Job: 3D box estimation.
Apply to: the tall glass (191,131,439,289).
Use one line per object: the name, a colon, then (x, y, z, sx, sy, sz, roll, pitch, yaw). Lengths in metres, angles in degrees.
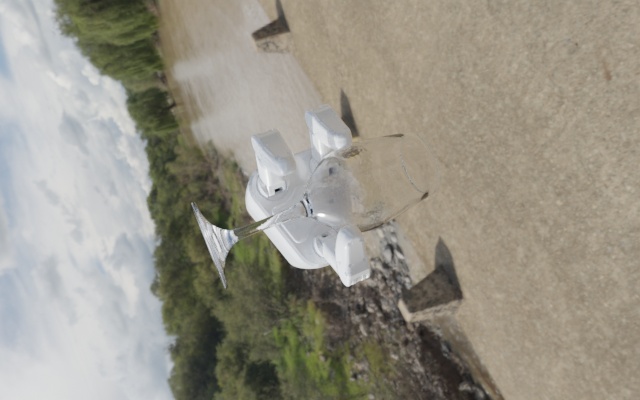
tall glass: (0.000, 0.002, 0.407, 0.201, 0.079, 0.079, -21, 6, -15)
